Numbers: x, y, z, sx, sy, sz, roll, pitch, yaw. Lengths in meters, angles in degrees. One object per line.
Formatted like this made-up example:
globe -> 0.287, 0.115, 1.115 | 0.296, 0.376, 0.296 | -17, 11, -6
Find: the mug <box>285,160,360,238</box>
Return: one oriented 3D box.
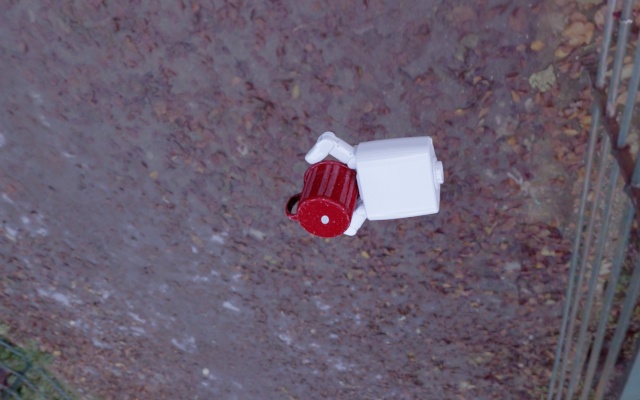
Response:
mug -> -0.001, 0.003, 0.714 | 0.117, 0.093, 0.081 | -8, 38, 22
